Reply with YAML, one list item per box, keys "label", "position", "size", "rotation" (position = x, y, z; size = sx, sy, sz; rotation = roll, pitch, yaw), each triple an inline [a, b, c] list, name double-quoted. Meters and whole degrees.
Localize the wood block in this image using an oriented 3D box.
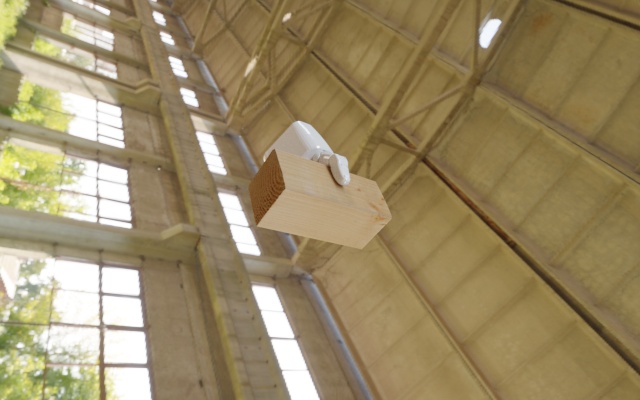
- label: "wood block"
  position: [0.000, 0.002, 0.771]
  size: [0.206, 0.090, 0.091]
  rotation: [15, -51, -33]
